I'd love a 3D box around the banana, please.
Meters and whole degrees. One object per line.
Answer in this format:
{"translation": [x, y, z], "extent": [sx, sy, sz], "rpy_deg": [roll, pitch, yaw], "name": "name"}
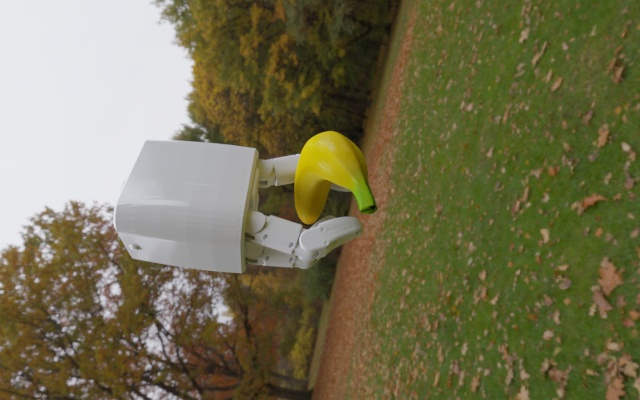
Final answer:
{"translation": [0.001, -0.018, 0.404], "extent": [0.037, 0.069, 0.198], "rpy_deg": [0, -5, -11], "name": "banana"}
